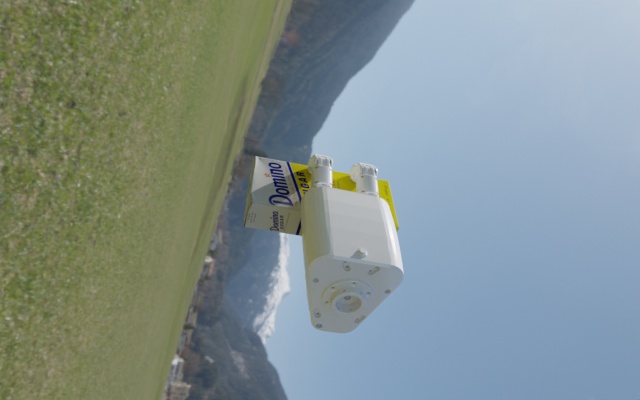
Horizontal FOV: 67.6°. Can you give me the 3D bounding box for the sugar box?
[{"bbox_3d":[0.000,0.002,0.579,0.176,0.048,0.093,11,38,-13],"label":"sugar box"}]
